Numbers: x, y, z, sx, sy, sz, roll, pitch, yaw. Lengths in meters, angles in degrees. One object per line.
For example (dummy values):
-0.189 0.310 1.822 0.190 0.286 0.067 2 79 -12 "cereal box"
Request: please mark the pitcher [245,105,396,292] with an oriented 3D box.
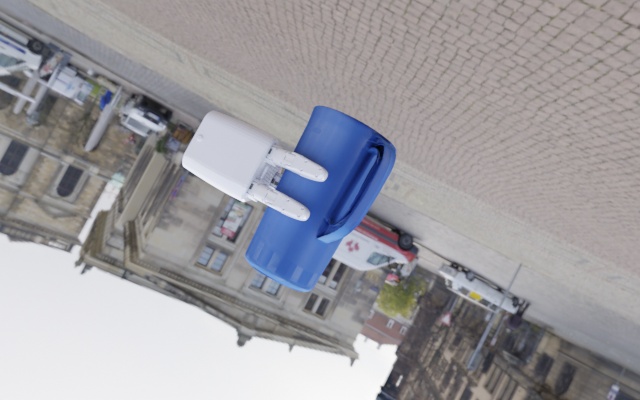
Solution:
0.000 0.002 0.665 0.145 0.243 0.149 27 -3 11 "pitcher"
